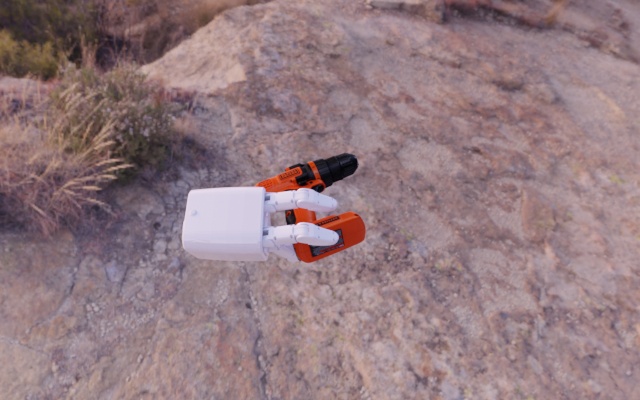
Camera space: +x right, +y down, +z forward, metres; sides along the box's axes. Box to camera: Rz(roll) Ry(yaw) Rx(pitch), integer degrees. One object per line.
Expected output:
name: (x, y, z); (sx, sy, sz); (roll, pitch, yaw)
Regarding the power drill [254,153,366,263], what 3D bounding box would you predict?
power drill: (0.000, 0.003, 0.745); (0.184, 0.057, 0.187); (-22, 38, -7)
